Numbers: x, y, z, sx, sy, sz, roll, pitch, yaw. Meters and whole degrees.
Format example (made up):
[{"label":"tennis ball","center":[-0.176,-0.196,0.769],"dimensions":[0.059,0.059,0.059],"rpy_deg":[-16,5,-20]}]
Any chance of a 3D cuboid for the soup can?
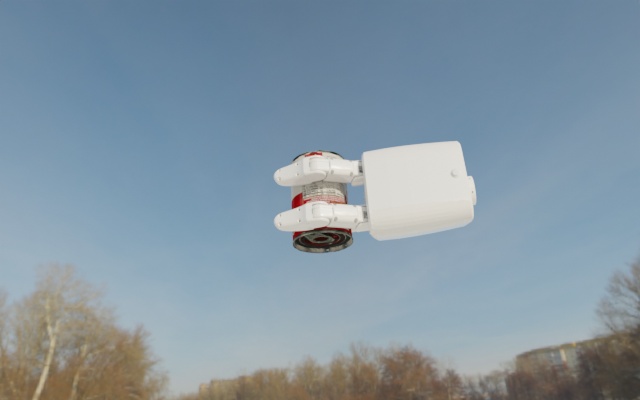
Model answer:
[{"label":"soup can","center":[0.000,0.002,0.551],"dimensions":[0.068,0.102,0.068],"rpy_deg":[-3,-25,-1]}]
